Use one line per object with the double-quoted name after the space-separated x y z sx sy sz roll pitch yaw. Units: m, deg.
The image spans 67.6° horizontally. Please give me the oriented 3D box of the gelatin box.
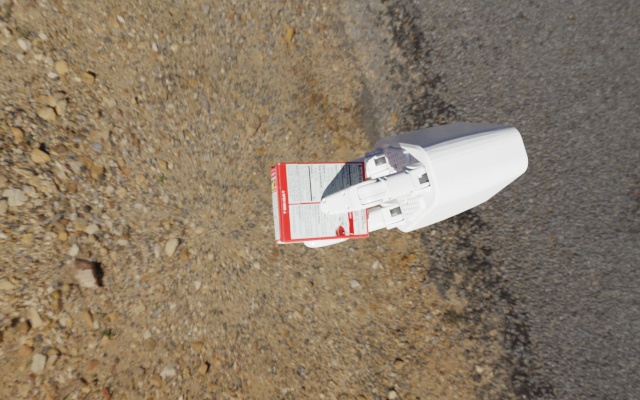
0.000 0.001 0.452 0.089 0.073 0.030 -3 -5 -21 "gelatin box"
